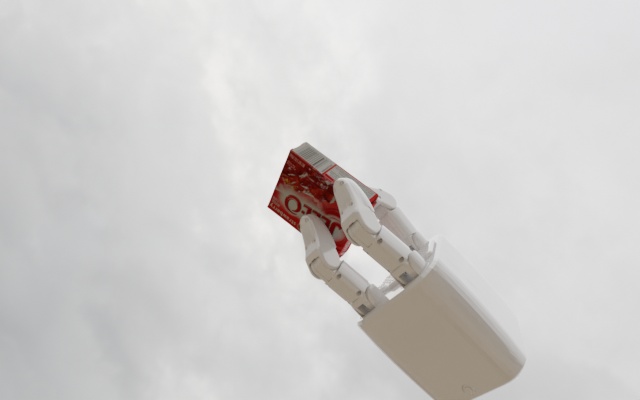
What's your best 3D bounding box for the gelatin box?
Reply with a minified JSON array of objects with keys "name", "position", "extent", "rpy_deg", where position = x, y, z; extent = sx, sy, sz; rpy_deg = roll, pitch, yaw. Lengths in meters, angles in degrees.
[{"name":"gelatin box","position":[0.000,0.001,0.443],"extent":[0.089,0.073,0.030],"rpy_deg":[38,39,14]}]
